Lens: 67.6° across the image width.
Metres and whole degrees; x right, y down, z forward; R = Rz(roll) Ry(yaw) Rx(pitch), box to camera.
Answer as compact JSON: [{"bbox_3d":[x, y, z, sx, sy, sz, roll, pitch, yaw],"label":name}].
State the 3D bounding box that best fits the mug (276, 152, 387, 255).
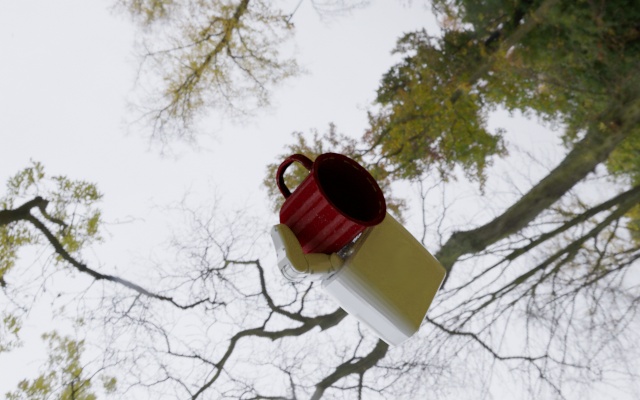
[{"bbox_3d":[-0.001,0.001,0.507,0.081,0.117,0.093,-45,4,37],"label":"mug"}]
